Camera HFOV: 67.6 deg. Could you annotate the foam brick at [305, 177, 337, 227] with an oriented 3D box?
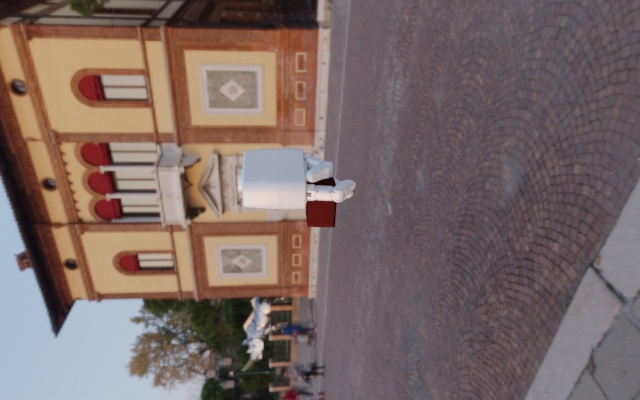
[{"bbox_3d":[0.000,0.003,0.860,0.051,0.078,0.053,-1,30,-7],"label":"foam brick"}]
